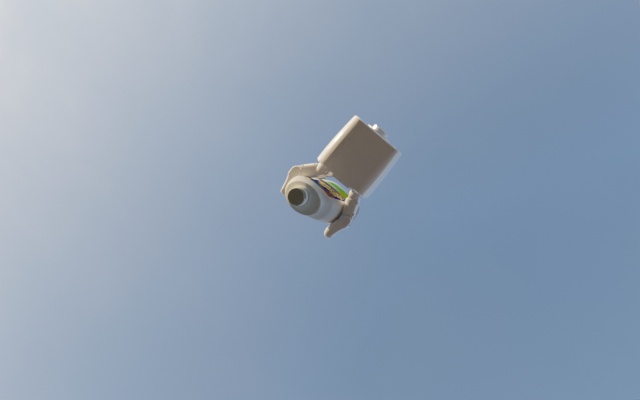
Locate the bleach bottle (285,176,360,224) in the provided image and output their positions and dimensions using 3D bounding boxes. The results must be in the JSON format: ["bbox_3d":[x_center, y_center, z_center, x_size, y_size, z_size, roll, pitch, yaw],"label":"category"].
[{"bbox_3d":[0.000,0.003,0.873,0.102,0.068,0.251,43,9,12],"label":"bleach bottle"}]
